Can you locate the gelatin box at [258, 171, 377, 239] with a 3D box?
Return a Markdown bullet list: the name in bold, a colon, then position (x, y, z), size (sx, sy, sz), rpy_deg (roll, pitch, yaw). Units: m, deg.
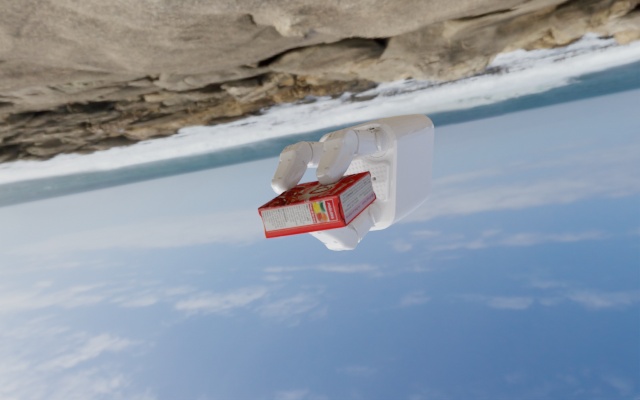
- **gelatin box**: position (0.000, 0.002, 0.411), size (0.073, 0.030, 0.089), rpy_deg (-9, 12, 25)
